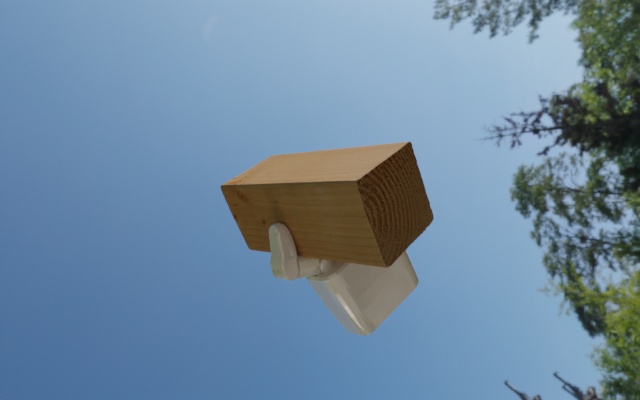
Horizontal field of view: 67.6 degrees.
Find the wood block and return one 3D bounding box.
[{"bbox_3d":[0.000,0.002,0.509,0.206,0.090,0.090,0,29,45],"label":"wood block"}]
